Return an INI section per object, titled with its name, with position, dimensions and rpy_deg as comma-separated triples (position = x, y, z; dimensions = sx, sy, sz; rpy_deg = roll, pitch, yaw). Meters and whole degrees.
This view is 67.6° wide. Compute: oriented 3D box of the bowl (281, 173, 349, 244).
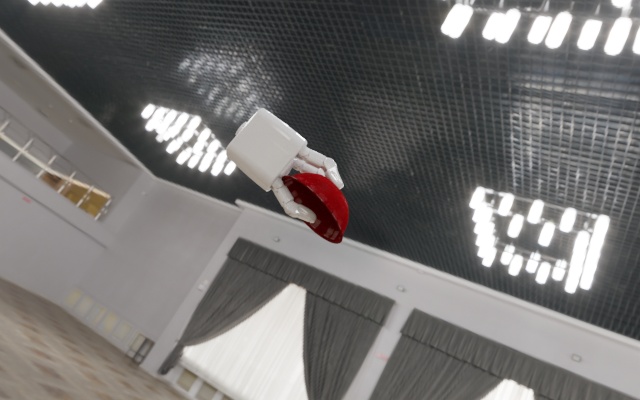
[bowl]
position = 0.001, 0.004, 0.886
dimensions = 0.055, 0.162, 0.162
rpy_deg = -41, 16, -20
